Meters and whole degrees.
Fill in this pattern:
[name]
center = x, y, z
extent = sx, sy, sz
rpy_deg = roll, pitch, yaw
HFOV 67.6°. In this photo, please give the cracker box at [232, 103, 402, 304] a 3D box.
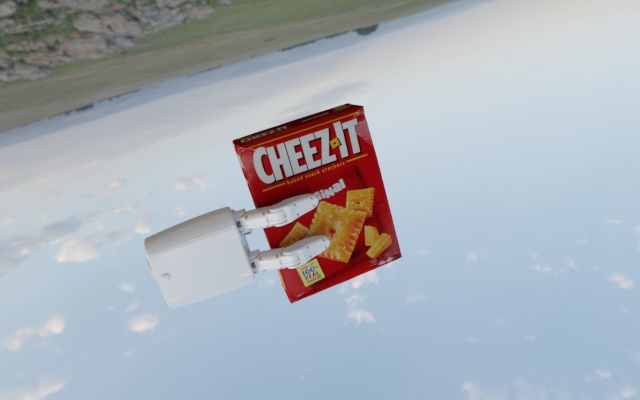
[cracker box]
center = 0.000, 0.002, 0.615
extent = 0.164, 0.214, 0.072
rpy_deg = -20, 18, -10
